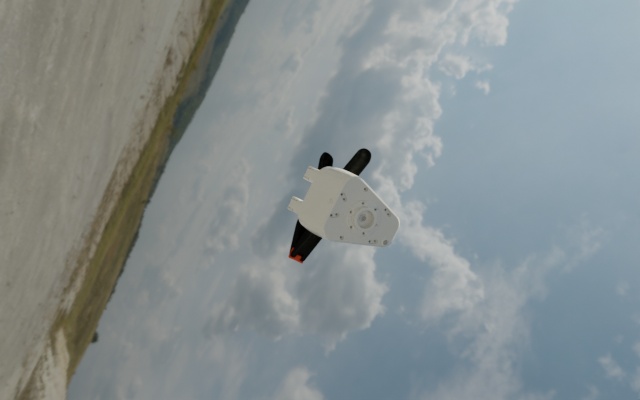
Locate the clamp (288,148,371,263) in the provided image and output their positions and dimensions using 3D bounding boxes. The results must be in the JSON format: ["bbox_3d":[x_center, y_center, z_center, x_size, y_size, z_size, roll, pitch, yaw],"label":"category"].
[{"bbox_3d":[0.001,0.004,0.805,0.036,0.210,0.164,28,-1,-21],"label":"clamp"}]
